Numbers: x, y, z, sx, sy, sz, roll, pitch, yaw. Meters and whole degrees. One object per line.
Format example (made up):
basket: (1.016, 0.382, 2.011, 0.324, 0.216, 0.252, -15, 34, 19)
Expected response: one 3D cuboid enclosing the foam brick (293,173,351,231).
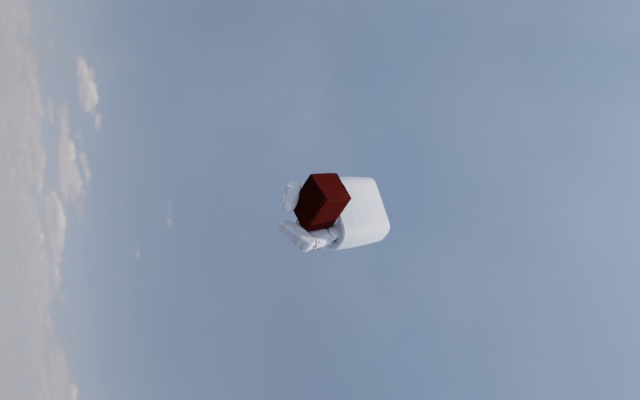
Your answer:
foam brick: (0.000, 0.002, 0.723, 0.051, 0.053, 0.078, -4, -37, -36)
